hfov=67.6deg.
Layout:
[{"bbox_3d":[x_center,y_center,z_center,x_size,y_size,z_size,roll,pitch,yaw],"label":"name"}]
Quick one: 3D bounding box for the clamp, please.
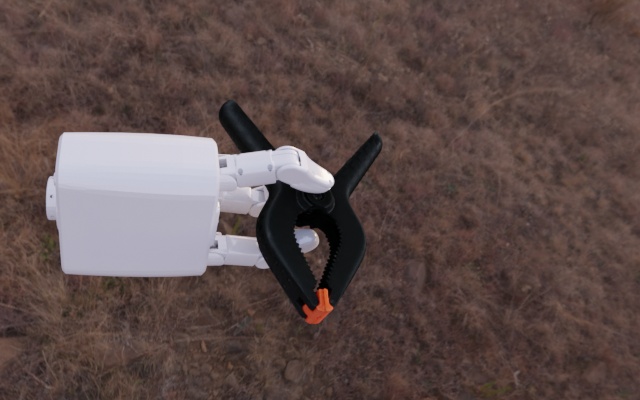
[{"bbox_3d":[0.000,0.001,0.418,0.164,0.209,0.036,2,-34,-23],"label":"clamp"}]
